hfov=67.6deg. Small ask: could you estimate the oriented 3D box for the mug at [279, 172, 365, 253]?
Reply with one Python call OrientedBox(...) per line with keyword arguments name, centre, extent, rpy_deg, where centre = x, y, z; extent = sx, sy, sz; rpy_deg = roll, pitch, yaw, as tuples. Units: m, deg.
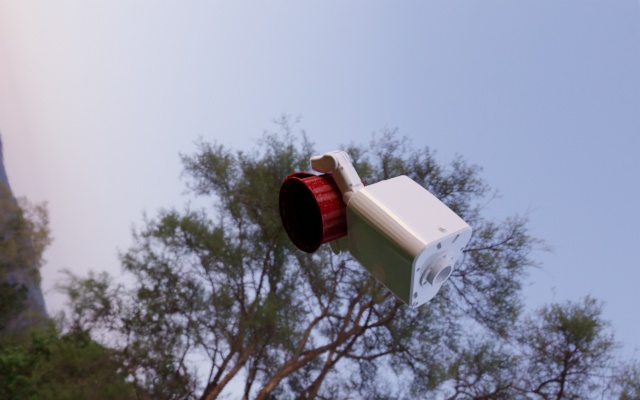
OrientedBox(name="mug", centre=(-0.001, 0.001, 0.595), extent=(0.081, 0.093, 0.117), rpy_deg=(-17, 44, -34))
